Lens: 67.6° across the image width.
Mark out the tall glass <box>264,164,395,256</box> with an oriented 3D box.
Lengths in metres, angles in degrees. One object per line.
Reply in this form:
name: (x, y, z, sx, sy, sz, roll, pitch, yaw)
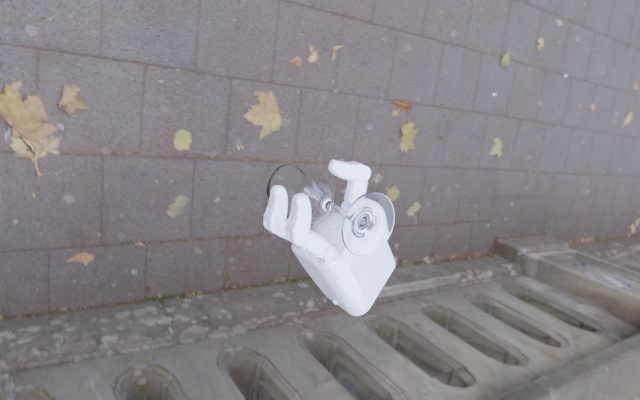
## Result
tall glass: (0.000, 0.002, 0.605, 0.079, 0.079, 0.201, 0, 15, -34)
